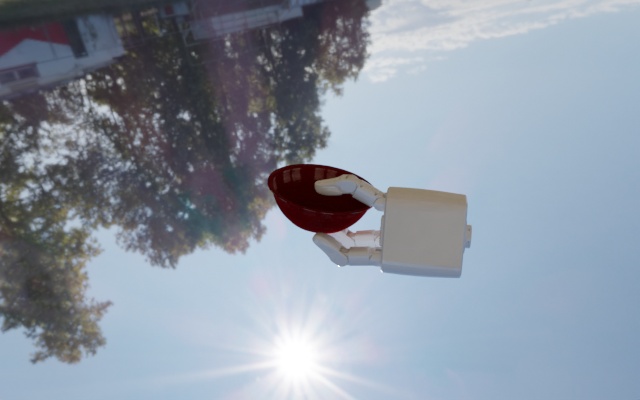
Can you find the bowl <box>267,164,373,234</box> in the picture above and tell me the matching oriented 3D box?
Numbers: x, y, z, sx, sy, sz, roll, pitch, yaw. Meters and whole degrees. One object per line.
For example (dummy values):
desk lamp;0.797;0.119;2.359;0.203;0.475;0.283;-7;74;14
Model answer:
bowl;-0.001;0.002;0.699;0.162;0.055;0.162;8;27;-4
